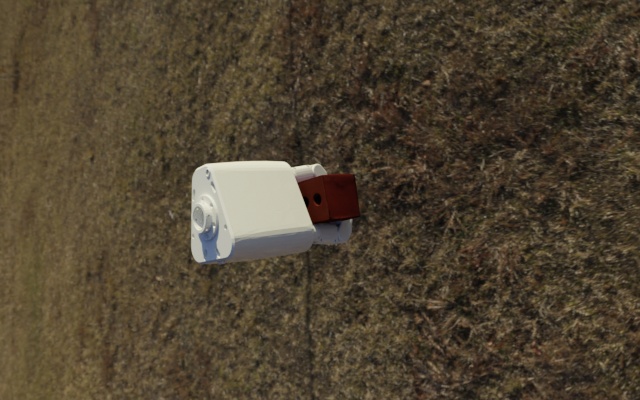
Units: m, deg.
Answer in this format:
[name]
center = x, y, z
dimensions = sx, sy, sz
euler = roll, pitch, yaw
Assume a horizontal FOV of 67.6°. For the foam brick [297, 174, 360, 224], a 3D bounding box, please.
[foam brick]
center = 0.000, 0.002, 0.568
dimensions = 0.051, 0.053, 0.078
euler = -3, -8, -42
